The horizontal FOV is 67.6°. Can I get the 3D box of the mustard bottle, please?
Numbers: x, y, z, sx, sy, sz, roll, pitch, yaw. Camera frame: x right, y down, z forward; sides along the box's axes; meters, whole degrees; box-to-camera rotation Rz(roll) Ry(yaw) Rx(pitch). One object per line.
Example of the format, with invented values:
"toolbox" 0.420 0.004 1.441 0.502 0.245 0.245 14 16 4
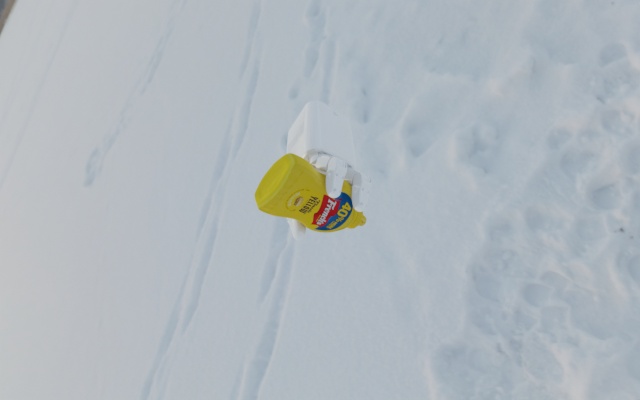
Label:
"mustard bottle" 0.000 0.003 0.739 0.192 0.096 0.058 24 26 -37
